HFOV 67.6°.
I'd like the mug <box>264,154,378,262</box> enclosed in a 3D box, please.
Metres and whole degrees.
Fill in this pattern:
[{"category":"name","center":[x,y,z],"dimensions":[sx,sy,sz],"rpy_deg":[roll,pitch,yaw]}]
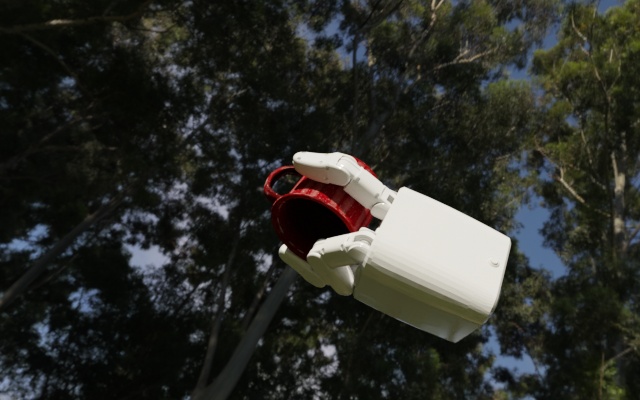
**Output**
[{"category":"mug","center":[-0.001,0.001,0.480],"dimensions":[0.117,0.093,0.081],"rpy_deg":[26,48,11]}]
